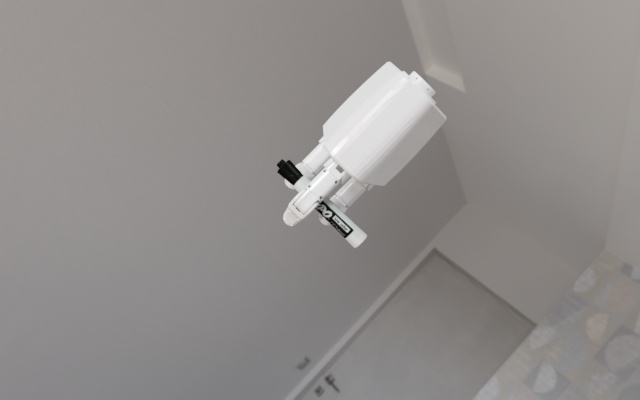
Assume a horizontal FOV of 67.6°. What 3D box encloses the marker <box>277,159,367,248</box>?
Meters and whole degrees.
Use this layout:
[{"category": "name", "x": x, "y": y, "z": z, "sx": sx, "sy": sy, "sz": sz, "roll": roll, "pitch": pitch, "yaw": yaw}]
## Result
[{"category": "marker", "x": 0.000, "y": 0.002, "z": 0.503, "sx": 0.121, "sy": 0.020, "sz": 0.020, "roll": 45, "pitch": 1, "yaw": -1}]
